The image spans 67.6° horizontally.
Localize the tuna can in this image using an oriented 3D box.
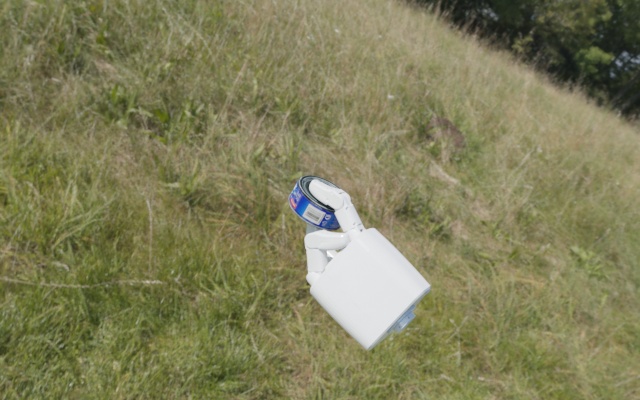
[{"bbox_3d":[0.000,0.002,0.670,0.086,0.034,0.086,23,28,-13],"label":"tuna can"}]
